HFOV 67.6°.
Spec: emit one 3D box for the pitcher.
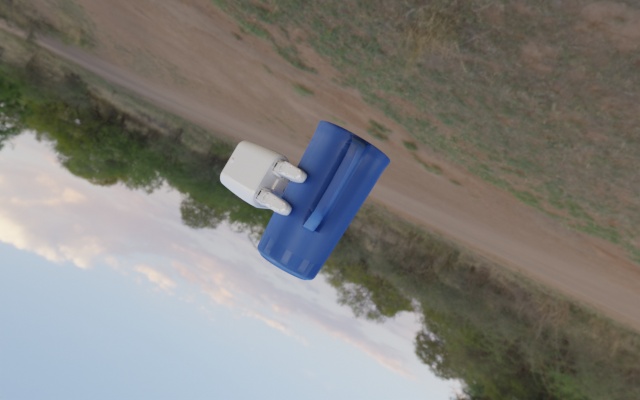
[{"bbox_3d":[0.000,0.002,0.770,0.145,0.243,0.149,28,-2,39],"label":"pitcher"}]
